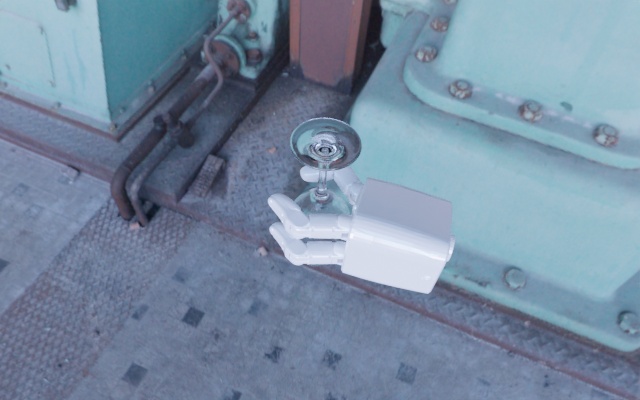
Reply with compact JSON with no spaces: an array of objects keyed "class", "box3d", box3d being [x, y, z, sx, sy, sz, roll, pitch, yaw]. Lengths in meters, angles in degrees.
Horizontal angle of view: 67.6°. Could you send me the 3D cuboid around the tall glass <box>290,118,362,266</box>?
[{"class":"tall glass","box3d":[0.000,0.001,0.565,0.079,0.079,0.201,0,-37,-4]}]
